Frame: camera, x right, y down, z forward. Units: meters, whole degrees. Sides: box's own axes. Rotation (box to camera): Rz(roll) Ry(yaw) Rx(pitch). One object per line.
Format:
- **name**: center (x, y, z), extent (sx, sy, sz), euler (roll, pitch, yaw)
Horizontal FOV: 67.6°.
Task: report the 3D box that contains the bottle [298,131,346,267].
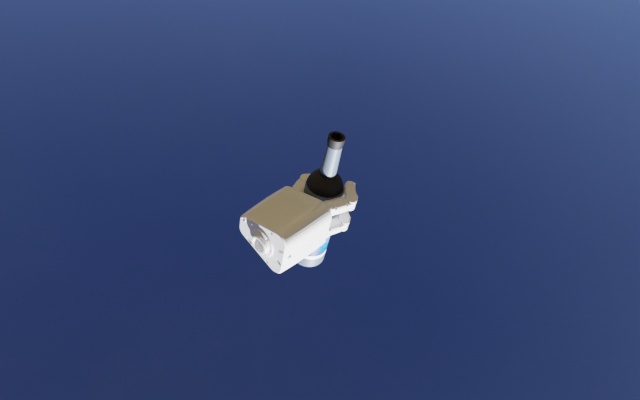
- **bottle**: center (0.000, 0.003, 0.847), extent (0.069, 0.069, 0.296), euler (0, -44, -14)
